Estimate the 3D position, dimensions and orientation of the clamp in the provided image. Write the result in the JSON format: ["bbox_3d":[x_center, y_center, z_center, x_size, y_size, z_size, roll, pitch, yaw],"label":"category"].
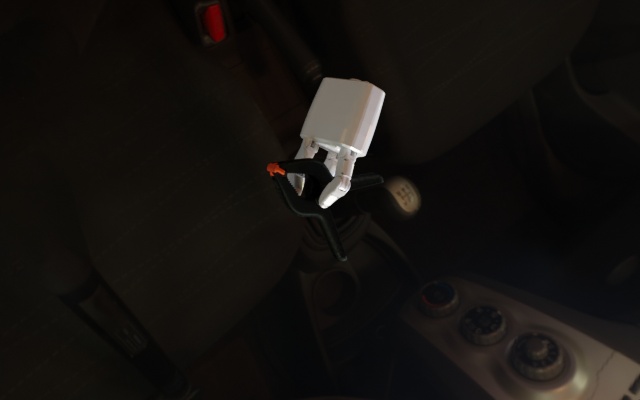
[{"bbox_3d":[0.000,0.002,0.771,0.210,0.164,0.036,21,-4,-33],"label":"clamp"}]
